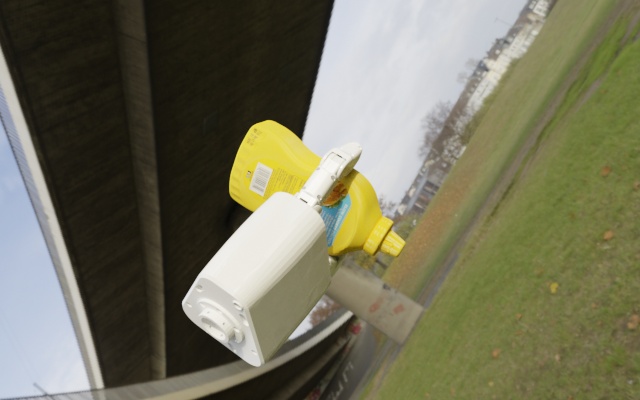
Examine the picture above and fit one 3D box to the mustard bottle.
[{"bbox_3d":[0.000,0.001,0.493,0.191,0.096,0.058,31,28,13],"label":"mustard bottle"}]
